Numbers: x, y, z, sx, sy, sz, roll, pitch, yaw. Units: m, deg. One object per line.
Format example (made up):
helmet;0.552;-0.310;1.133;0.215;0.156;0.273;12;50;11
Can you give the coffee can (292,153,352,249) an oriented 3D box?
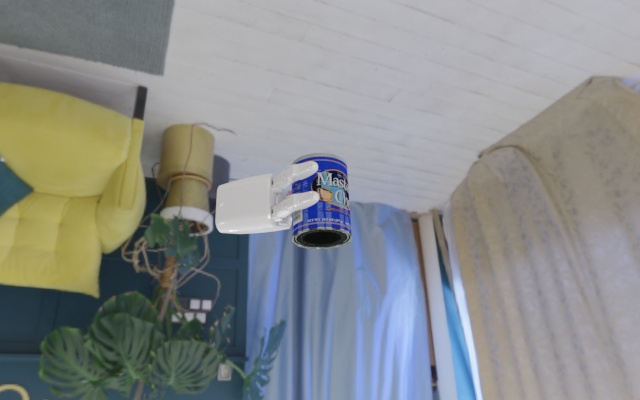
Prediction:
coffee can;0.000;0.003;0.833;0.103;0.140;0.103;-2;-24;-1
